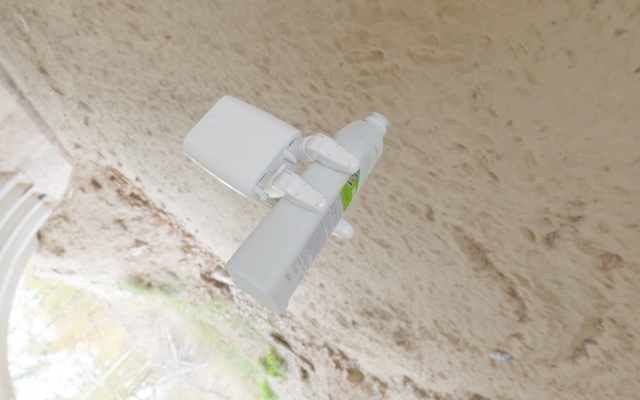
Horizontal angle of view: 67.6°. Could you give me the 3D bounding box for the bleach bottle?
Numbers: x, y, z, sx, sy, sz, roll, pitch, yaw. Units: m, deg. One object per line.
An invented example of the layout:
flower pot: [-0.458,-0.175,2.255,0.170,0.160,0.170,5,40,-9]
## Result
bleach bottle: [0.000,0.002,0.541,0.068,0.250,0.103,31,-20,17]
